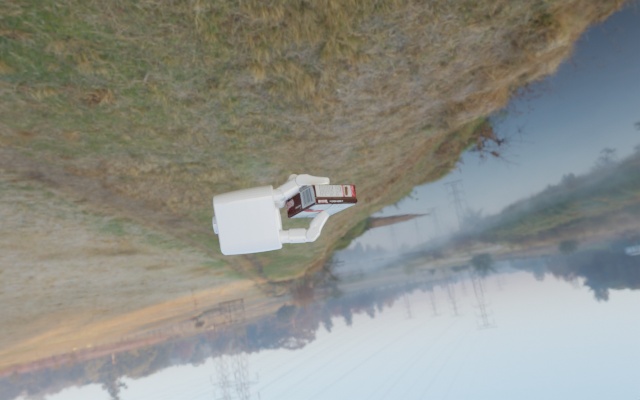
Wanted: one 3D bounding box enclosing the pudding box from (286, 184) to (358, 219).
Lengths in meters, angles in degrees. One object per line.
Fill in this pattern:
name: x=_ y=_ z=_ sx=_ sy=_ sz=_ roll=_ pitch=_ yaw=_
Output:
pudding box: x=0.000 y=0.003 z=0.871 sx=0.090 sy=0.039 sz=0.113 roll=-2 pitch=-13 yaw=-30
